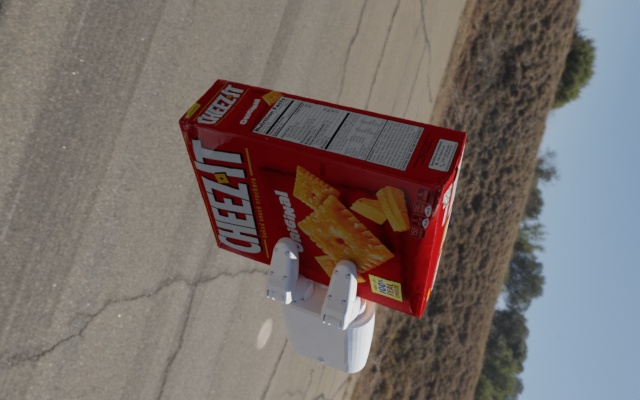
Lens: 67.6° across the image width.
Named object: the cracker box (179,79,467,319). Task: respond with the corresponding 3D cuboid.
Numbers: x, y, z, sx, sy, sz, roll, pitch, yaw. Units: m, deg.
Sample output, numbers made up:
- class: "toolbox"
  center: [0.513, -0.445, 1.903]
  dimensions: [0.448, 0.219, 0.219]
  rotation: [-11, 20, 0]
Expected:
- class: "cracker box"
  center: [0.000, 0.001, 0.411]
  dimensions: [0.213, 0.164, 0.072]
  rotation: [16, 49, 18]
